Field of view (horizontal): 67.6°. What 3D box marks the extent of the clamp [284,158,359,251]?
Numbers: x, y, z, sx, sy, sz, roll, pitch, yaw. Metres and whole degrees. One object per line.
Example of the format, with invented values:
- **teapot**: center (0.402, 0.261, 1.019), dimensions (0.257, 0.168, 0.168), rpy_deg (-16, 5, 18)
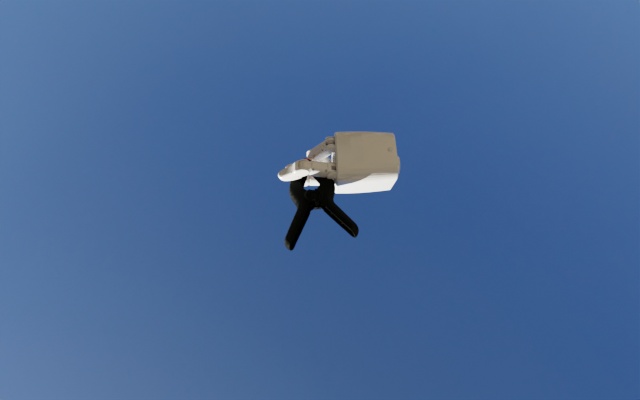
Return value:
- **clamp**: center (0.000, 0.003, 0.804), dimensions (0.120, 0.171, 0.039), rpy_deg (-1, -29, -1)
